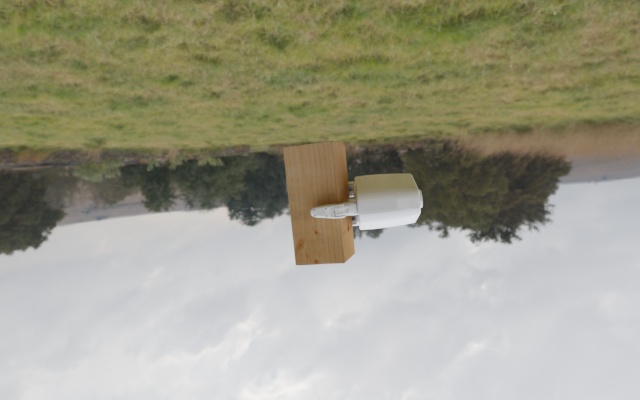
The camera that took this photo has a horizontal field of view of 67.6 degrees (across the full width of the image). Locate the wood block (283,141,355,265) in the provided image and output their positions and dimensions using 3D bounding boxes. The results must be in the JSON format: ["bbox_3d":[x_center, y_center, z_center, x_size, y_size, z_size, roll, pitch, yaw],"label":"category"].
[{"bbox_3d":[0.000,0.003,0.846,0.090,0.206,0.091,-5,4,17],"label":"wood block"}]
